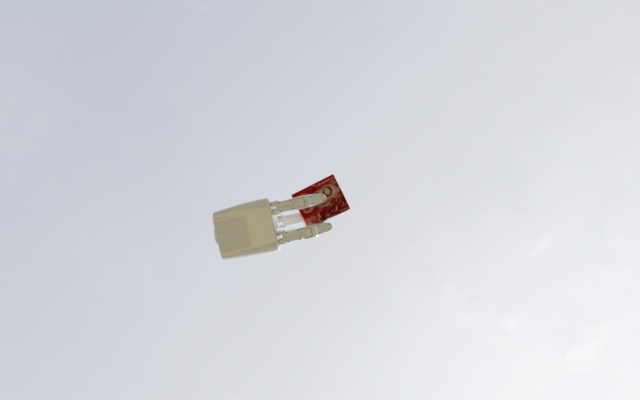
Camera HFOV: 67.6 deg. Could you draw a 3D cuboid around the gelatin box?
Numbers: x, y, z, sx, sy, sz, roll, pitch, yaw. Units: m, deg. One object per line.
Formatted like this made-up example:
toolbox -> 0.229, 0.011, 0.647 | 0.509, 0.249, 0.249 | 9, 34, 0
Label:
gelatin box -> 0.000, 0.003, 0.888 | 0.089, 0.073, 0.030 | -26, -2, -5
